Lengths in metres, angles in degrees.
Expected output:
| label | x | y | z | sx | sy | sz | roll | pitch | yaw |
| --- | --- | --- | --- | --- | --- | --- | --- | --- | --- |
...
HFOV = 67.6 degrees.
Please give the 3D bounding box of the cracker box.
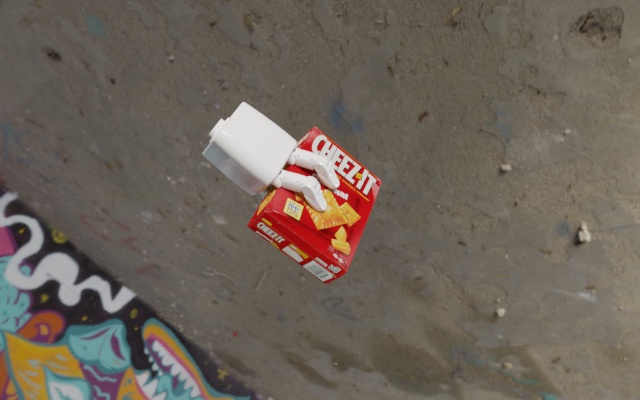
| label | x | y | z | sx | sy | sz | roll | pitch | yaw |
| --- | --- | --- | --- | --- | --- | --- | --- | --- | --- |
| cracker box | 0.000 | 0.003 | 0.795 | 0.164 | 0.213 | 0.072 | 38 | -41 | -14 |
